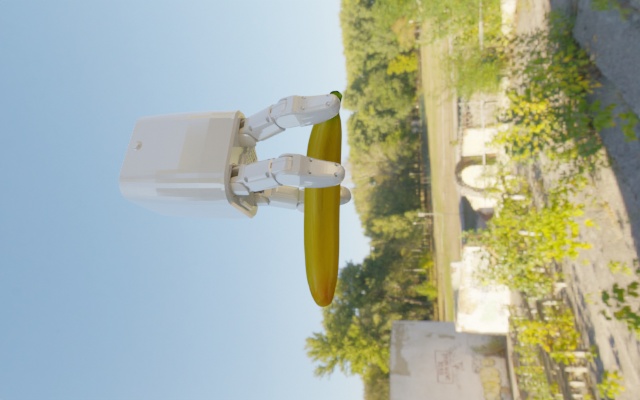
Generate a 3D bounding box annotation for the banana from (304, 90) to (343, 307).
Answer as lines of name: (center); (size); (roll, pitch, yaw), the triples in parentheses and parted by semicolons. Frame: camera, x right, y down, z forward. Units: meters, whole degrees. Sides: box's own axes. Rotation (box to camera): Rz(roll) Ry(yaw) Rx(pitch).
banana: (0.001, 0.000, 0.462); (0.037, 0.198, 0.069); (1, -5, 3)
